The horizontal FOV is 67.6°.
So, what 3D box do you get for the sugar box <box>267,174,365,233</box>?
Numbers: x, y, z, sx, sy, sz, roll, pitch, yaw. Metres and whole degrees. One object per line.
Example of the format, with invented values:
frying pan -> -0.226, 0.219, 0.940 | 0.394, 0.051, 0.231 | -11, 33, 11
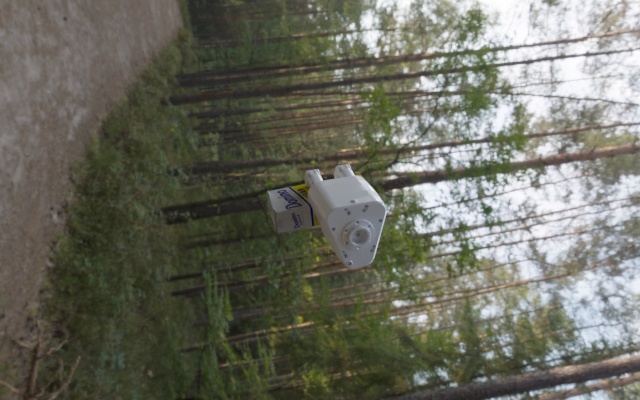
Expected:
sugar box -> 0.000, 0.002, 0.832 | 0.176, 0.048, 0.093 | -9, 26, -11
